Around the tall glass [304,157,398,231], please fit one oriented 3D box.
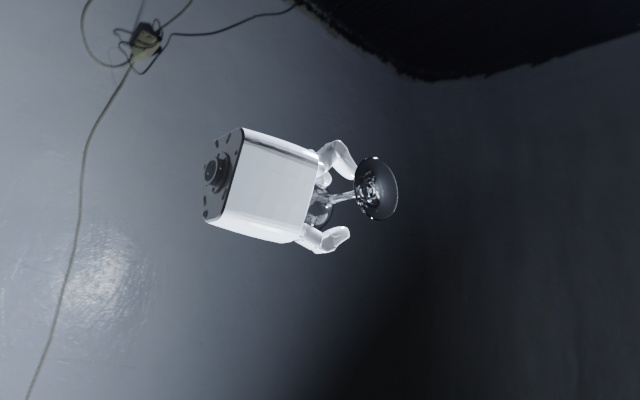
[{"bbox_3d":[0.001,0.002,0.624,0.079,0.079,0.201,0,-9,-41],"label":"tall glass"}]
